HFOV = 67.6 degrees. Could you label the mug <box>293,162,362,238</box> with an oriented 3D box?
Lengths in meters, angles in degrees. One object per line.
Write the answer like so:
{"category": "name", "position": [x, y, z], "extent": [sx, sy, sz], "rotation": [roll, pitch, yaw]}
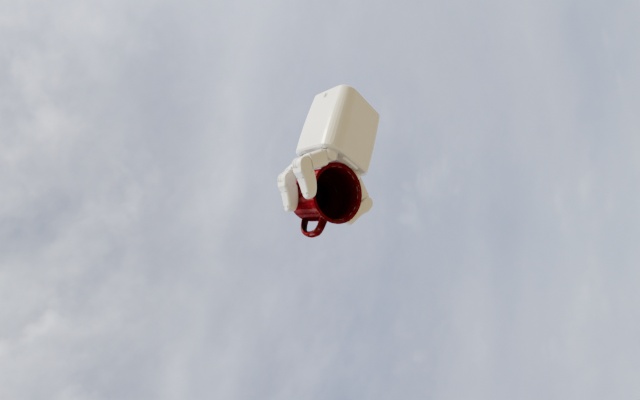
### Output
{"category": "mug", "position": [0.000, 0.004, 0.740], "extent": [0.093, 0.117, 0.081], "rotation": [26, -18, -31]}
